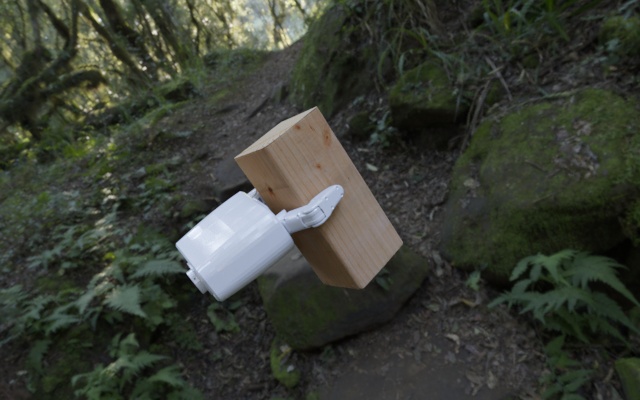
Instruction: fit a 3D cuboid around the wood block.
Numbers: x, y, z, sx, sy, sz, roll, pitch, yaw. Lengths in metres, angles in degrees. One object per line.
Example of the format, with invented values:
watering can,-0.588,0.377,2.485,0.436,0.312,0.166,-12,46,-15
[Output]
wood block,0.000,0.002,0.596,0.090,0.206,0.091,-43,18,-28
